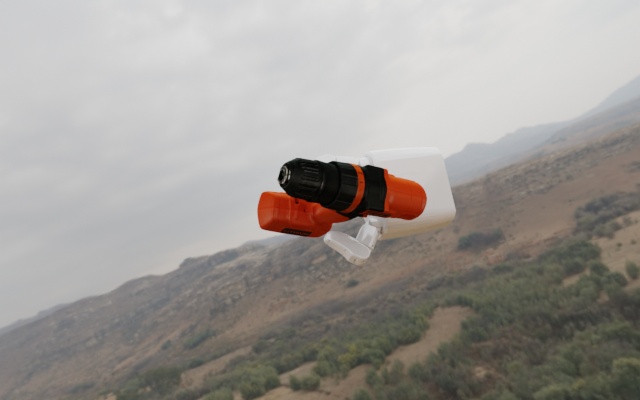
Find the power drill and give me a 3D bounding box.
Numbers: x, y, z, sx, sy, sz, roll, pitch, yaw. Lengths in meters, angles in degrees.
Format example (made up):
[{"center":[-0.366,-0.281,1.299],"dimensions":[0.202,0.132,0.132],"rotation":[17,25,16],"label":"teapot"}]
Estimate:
[{"center":[0.000,0.002,0.561],"dimensions":[0.184,0.057,0.188],"rotation":[12,-16,-32],"label":"power drill"}]
